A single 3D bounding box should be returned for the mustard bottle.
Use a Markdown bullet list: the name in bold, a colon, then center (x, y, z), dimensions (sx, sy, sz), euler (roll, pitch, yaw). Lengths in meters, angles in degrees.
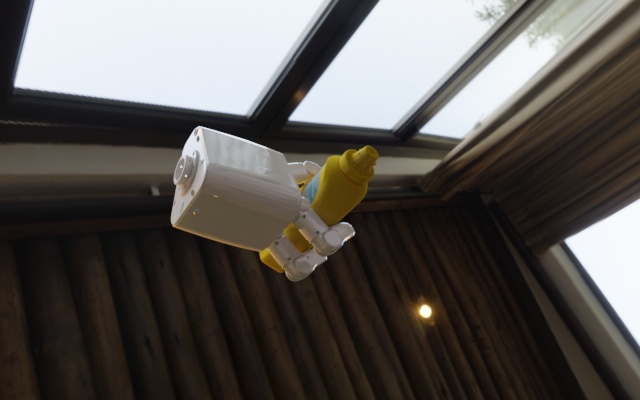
- **mustard bottle**: center (0.000, 0.002, 0.564), dimensions (0.058, 0.096, 0.192), euler (35, -52, -12)
